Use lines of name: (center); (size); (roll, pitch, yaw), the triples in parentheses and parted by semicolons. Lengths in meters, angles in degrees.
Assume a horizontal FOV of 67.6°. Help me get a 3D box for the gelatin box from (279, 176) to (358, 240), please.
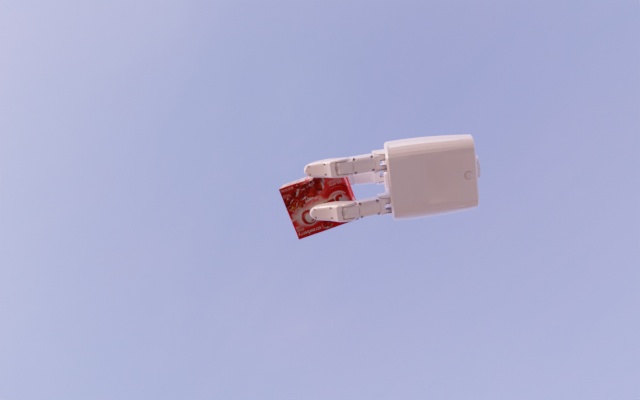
gelatin box: (0.000, 0.002, 0.625); (0.089, 0.073, 0.030); (-19, 9, 15)
